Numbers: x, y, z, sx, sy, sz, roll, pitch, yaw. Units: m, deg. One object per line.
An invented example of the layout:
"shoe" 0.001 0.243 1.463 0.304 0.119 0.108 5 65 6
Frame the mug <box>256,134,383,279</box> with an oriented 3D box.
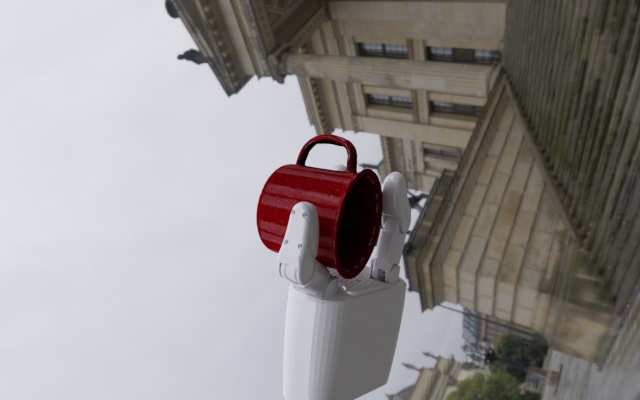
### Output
"mug" 0.000 0.000 0.411 0.081 0.117 0.093 11 11 28
